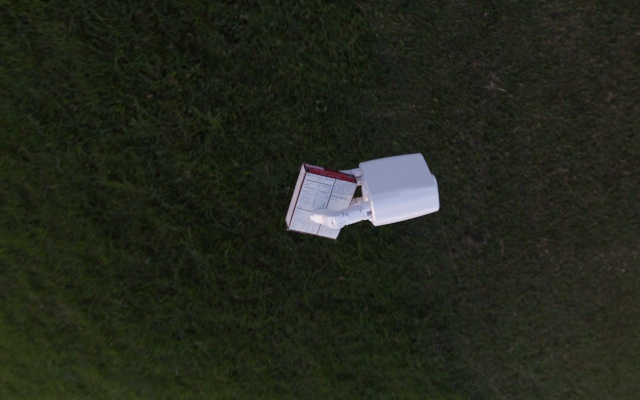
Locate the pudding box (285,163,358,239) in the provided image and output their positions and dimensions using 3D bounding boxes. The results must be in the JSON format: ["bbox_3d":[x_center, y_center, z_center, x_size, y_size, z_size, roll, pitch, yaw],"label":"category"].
[{"bbox_3d":[0.000,0.003,0.781,0.090,0.113,0.039,13,23,-14],"label":"pudding box"}]
